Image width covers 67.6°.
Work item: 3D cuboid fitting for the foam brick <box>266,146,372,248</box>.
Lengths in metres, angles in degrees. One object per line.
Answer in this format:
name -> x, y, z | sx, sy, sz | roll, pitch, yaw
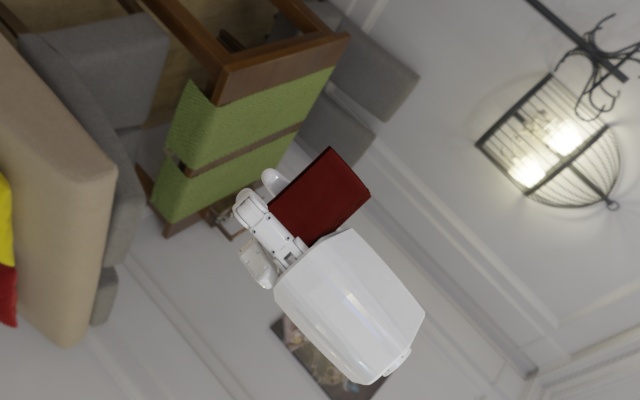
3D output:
foam brick -> 0.000, 0.001, 0.420 | 0.078, 0.051, 0.053 | -44, -12, 1
